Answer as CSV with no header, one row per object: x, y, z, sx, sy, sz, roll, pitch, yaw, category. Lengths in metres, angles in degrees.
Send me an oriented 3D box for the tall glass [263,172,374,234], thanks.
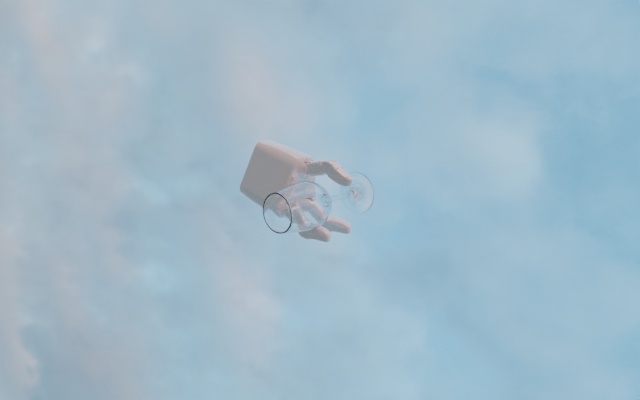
0.001,0.002,0.775,0.079,0.079,0.201,0,10,41,tall glass
